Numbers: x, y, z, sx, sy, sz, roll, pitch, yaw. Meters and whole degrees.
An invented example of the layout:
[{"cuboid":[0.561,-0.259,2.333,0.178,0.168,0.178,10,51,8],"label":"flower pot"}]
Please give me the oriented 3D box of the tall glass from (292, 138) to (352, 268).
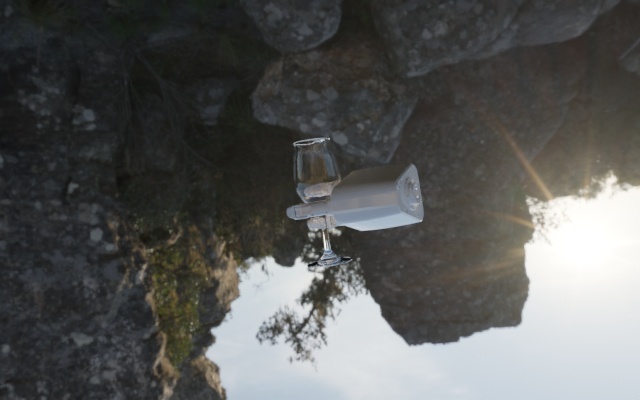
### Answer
[{"cuboid":[0.000,0.003,0.773,0.079,0.201,0.079,-9,1,0],"label":"tall glass"}]
